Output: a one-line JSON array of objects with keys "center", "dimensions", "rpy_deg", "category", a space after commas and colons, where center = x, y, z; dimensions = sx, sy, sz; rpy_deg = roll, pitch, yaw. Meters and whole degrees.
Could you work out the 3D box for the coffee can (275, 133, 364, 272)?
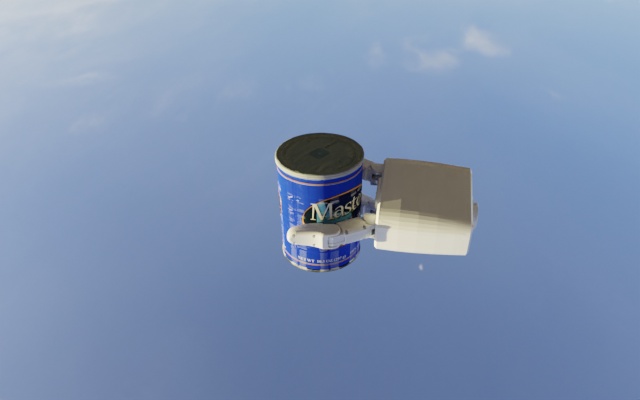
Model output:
[{"center": [0.000, 0.002, 0.587], "dimensions": [0.103, 0.140, 0.102], "rpy_deg": [-1, 34, 1], "category": "coffee can"}]
